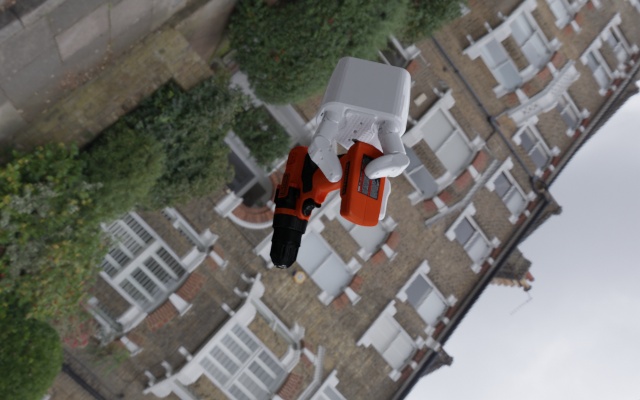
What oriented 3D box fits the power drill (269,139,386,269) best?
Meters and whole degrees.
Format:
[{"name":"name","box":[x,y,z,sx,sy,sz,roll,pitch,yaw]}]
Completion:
[{"name":"power drill","box":[0.000,0.002,0.646,0.057,0.184,0.187,19,-17,-36]}]
